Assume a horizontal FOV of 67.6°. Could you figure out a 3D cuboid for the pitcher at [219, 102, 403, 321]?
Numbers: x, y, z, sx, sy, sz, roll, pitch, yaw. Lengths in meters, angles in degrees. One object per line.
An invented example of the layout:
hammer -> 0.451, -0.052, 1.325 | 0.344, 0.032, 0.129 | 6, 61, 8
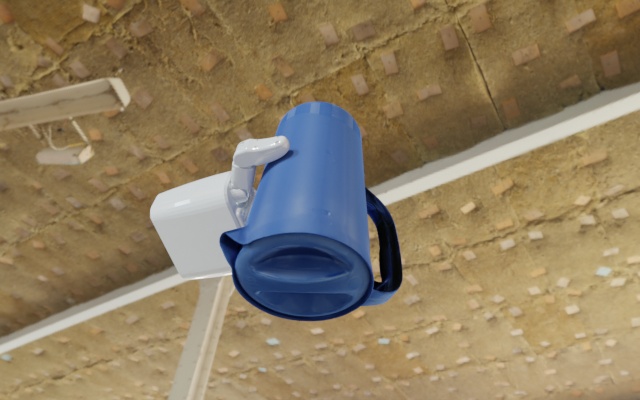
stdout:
pitcher -> 0.000, 0.002, 0.527 | 0.145, 0.149, 0.242 | -14, 40, 18
